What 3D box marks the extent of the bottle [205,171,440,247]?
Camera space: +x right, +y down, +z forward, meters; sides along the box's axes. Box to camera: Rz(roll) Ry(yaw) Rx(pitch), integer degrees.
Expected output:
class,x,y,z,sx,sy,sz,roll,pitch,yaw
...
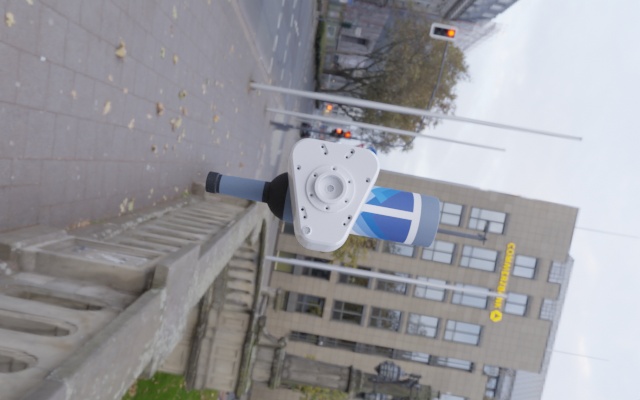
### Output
class,x,y,z,sx,sy,sz,roll,pitch,yaw
bottle,0.000,0.002,0.617,0.296,0.069,0.069,10,0,-1
